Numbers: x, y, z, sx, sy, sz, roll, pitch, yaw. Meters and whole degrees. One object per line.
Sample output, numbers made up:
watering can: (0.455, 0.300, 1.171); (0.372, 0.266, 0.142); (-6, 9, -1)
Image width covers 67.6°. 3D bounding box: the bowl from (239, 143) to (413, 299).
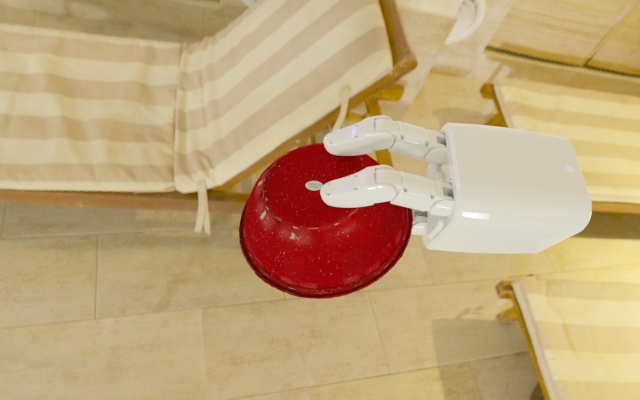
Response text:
bowl: (-0.001, 0.001, 0.420); (0.162, 0.162, 0.055); (0, -36, 10)
